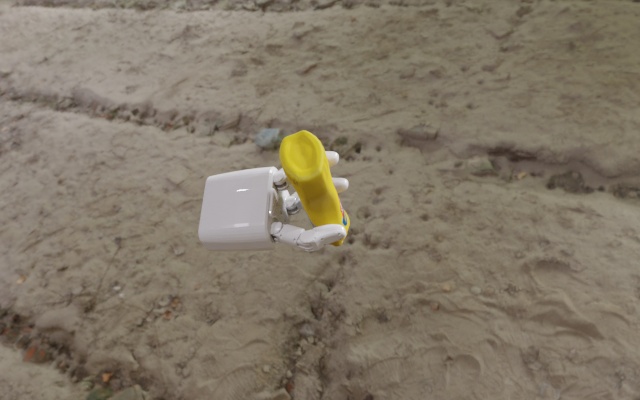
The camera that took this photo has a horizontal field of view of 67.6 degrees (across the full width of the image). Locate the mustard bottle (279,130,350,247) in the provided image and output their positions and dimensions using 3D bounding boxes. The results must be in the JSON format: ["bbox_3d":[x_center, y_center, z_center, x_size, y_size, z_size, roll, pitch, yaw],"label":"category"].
[{"bbox_3d":[0.000,0.002,0.664,0.058,0.096,0.192,-23,-45,-1],"label":"mustard bottle"}]
